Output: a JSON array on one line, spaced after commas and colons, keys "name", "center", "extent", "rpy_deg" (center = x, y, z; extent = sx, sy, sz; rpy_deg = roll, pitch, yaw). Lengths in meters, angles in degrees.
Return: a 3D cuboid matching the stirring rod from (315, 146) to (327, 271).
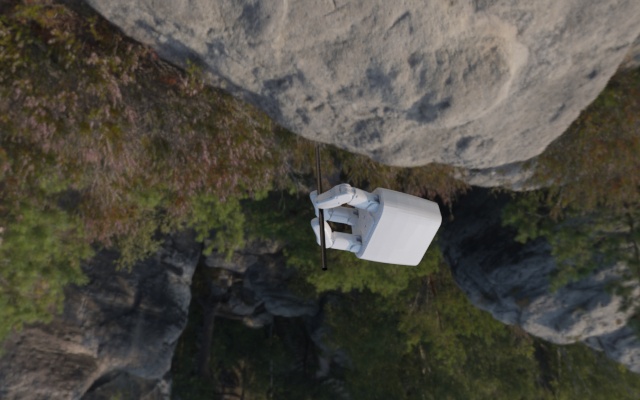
[{"name": "stirring rod", "center": [0.000, 0.002, 0.727], "extent": [0.011, 0.239, 0.011], "rpy_deg": [-2, -41, -2]}]
